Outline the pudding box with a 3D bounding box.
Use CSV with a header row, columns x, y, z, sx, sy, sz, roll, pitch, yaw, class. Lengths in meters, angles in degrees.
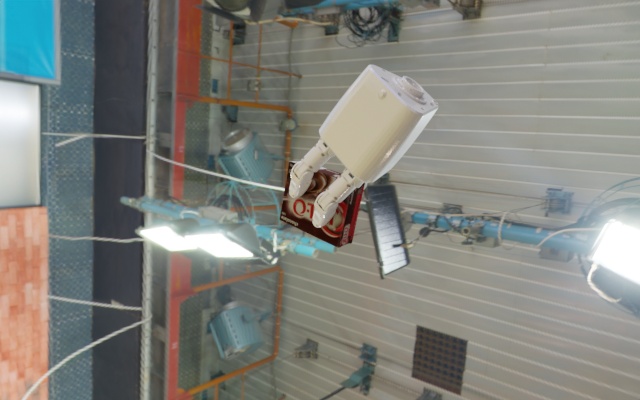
x,y,z,sx,sy,sz,roll,pitch,yaw,class
0.000,0.002,0.657,0.113,0.090,0.039,23,20,36,pudding box
